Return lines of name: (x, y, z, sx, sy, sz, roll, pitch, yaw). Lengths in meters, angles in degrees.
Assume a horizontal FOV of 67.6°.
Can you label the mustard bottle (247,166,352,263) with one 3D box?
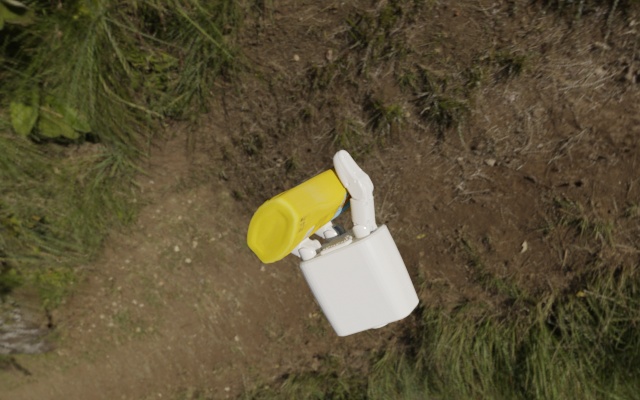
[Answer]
mustard bottle: (0.000, 0.002, 0.581, 0.191, 0.058, 0.096, -31, -17, -48)
